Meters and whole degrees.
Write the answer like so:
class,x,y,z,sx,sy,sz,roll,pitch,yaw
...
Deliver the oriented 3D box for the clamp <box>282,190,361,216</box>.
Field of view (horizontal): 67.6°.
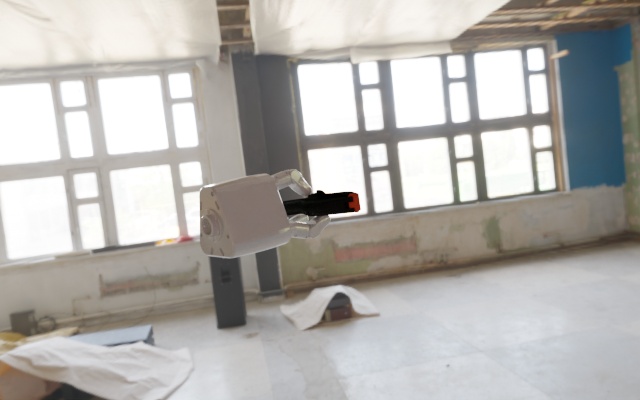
class,x,y,z,sx,sy,sz,roll,pitch,yaw
clamp,0.000,0.002,0.820,0.210,0.036,0.164,-3,11,46
